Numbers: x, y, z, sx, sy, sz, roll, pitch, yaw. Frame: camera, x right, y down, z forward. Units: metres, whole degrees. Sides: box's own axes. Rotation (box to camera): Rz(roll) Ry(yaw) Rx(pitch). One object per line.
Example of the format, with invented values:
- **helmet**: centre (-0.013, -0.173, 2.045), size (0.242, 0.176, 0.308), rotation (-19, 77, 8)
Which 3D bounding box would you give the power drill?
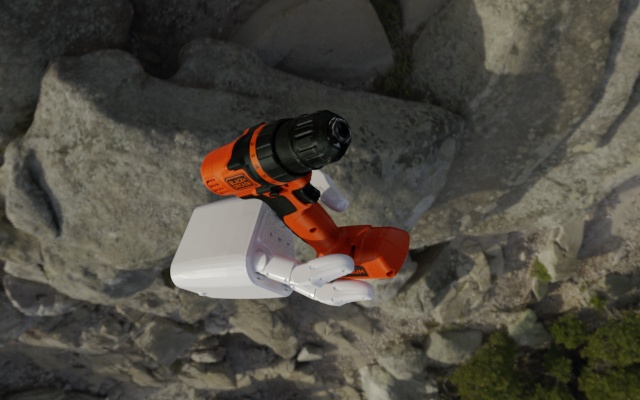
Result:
- **power drill**: centre (0.000, 0.002, 0.440), size (0.184, 0.057, 0.188), rotation (-9, -45, 49)
